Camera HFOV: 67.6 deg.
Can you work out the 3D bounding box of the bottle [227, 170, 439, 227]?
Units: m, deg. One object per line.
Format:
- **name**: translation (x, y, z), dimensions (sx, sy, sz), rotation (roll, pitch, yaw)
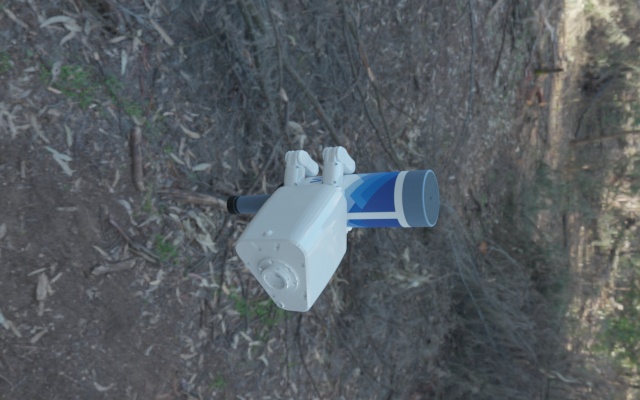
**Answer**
- **bottle**: translation (0.000, 0.002, 0.624), dimensions (0.296, 0.069, 0.069), rotation (-2, -1, 29)
